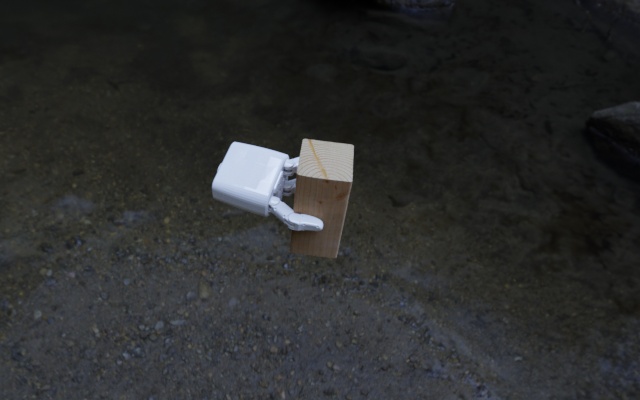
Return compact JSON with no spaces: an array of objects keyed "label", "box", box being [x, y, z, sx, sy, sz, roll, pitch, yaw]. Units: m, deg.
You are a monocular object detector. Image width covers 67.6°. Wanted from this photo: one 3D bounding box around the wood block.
[{"label":"wood block","box":[0.000,0.003,0.848,0.090,0.090,0.206,7,-42,0]}]
